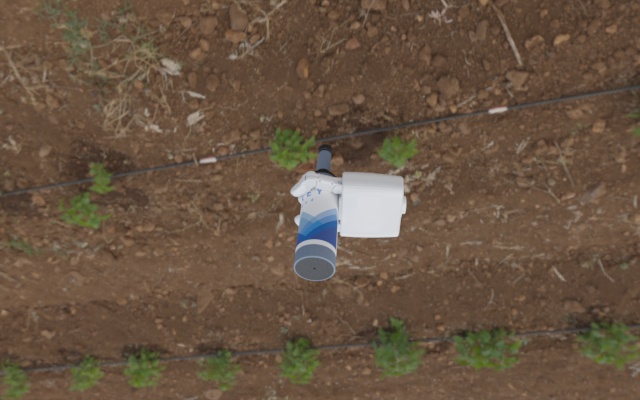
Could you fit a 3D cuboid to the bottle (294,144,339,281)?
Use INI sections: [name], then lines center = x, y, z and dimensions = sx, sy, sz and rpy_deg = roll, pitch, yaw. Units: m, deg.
[bottle]
center = 0.000, 0.003, 0.855
dimensions = 0.069, 0.295, 0.069
rpy_deg = 3, -44, 3
